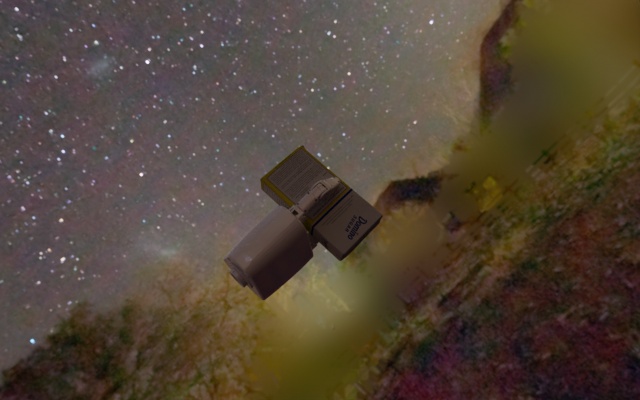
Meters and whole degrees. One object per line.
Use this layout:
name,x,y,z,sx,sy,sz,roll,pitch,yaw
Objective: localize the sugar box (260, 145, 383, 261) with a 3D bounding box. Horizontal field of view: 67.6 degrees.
sugar box,0.000,0.003,0.747,0.093,0.176,0.048,-42,-13,-20
